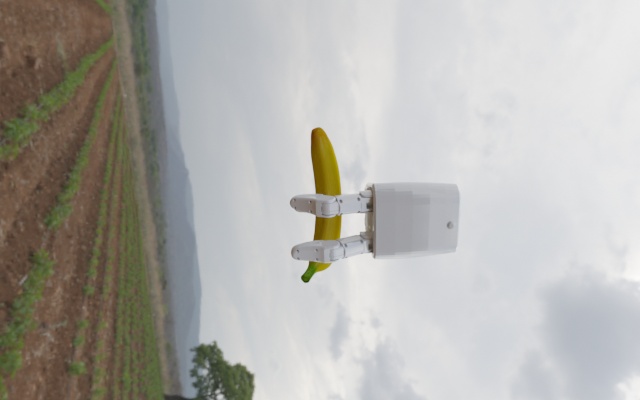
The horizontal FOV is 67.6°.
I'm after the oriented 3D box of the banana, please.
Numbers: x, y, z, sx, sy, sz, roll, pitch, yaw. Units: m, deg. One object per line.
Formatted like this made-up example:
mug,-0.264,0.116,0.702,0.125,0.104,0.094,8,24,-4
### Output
banana,0.006,0.006,0.627,0.037,0.198,0.069,2,-2,18
